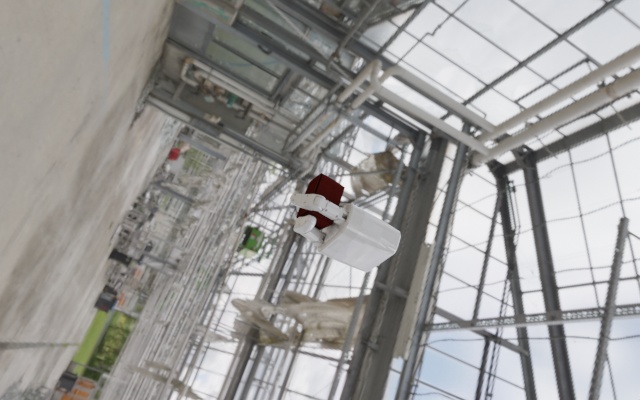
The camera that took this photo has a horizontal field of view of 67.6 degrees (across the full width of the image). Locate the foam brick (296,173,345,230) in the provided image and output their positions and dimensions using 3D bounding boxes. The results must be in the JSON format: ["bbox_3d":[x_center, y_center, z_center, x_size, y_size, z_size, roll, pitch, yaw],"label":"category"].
[{"bbox_3d":[0.000,0.002,0.838,0.051,0.078,0.053,27,-24,-17],"label":"foam brick"}]
